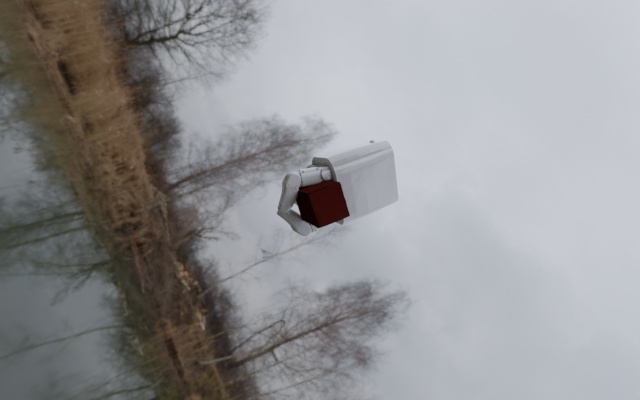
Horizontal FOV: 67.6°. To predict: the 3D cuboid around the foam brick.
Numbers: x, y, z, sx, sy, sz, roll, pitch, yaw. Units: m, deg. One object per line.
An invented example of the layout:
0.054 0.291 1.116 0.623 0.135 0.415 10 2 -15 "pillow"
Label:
0.000 0.002 0.690 0.051 0.053 0.078 -20 13 -16 "foam brick"
